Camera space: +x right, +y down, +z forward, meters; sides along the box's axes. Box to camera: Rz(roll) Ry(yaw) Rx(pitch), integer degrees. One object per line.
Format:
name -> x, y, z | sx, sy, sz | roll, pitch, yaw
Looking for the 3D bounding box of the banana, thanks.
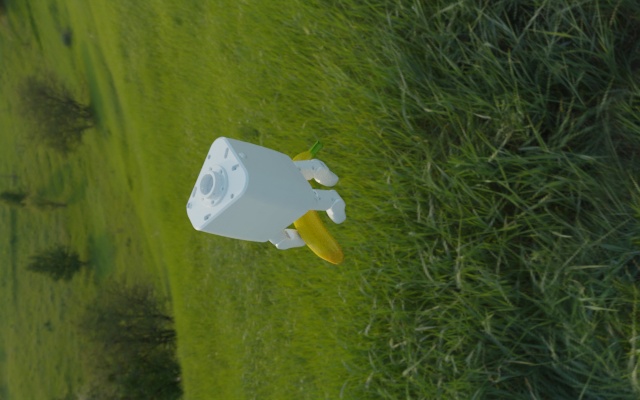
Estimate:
banana -> -0.015, 0.006, 0.696 | 0.069, 0.197, 0.037 | -25, -27, 28
